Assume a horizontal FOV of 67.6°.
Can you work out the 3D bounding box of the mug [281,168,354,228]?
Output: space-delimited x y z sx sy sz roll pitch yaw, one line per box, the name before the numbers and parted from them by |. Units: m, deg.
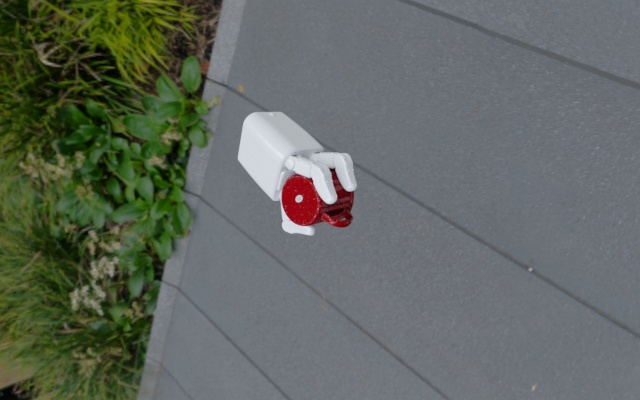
mug | 0.001 0.003 0.748 0.117 0.093 0.081 45 33 24
